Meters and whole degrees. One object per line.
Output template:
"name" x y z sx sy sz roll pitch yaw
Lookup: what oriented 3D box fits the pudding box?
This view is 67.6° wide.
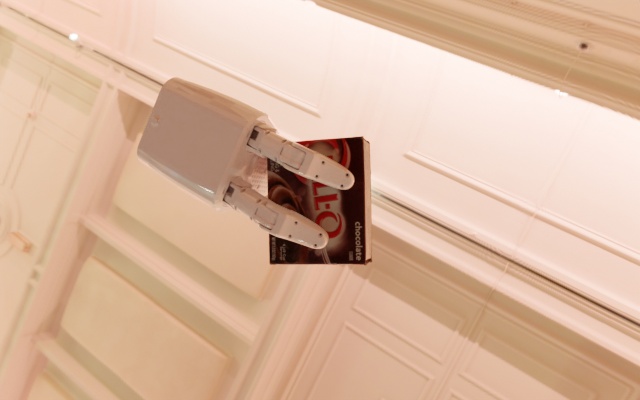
"pudding box" 0.000 0.001 0.432 0.090 0.113 0.039 -2 -1 19
